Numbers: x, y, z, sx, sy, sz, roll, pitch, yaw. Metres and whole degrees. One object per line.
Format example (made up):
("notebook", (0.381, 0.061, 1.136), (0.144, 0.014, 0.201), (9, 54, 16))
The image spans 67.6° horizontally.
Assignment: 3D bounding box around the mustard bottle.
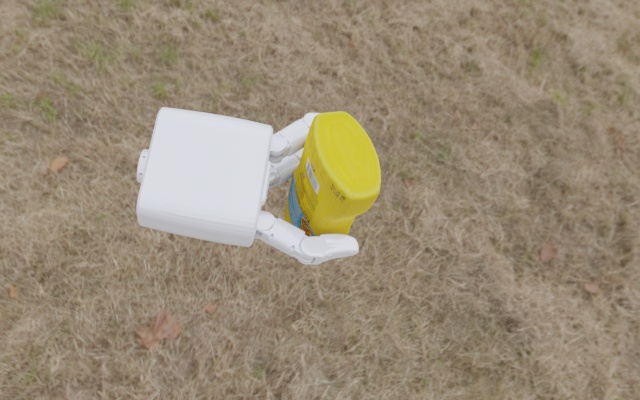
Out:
("mustard bottle", (0.000, 0.002, 0.501), (0.058, 0.096, 0.192), (-12, -25, -22))
